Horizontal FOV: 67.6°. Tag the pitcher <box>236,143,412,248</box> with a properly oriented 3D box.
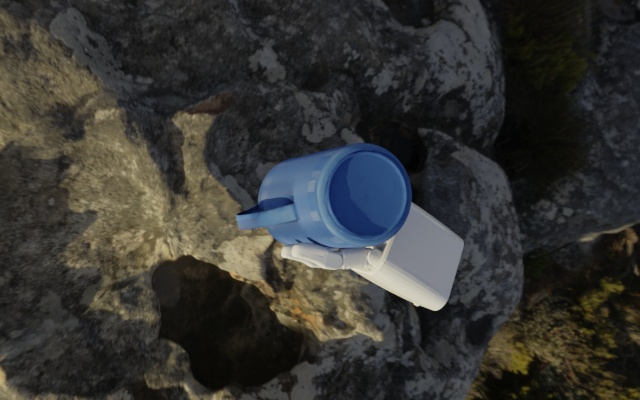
[{"bbox_3d":[0.000,0.002,0.592,0.145,0.149,0.243,32,-12,-14],"label":"pitcher"}]
